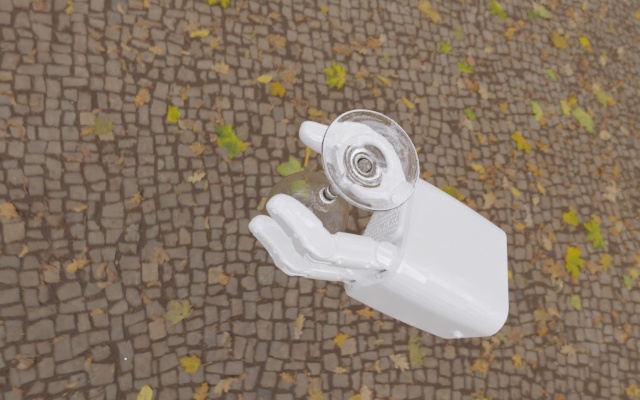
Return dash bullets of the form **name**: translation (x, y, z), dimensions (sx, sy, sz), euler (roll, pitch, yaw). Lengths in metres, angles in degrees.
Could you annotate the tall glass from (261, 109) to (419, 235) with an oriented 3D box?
- **tall glass**: translation (0.000, 0.001, 0.411), dimensions (0.079, 0.079, 0.201), euler (0, -17, -22)
